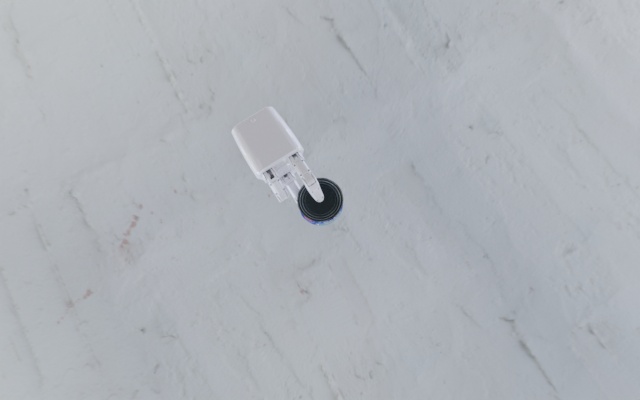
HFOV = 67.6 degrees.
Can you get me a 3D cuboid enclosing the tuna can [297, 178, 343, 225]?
[{"bbox_3d":[0.000,0.003,0.895,0.086,0.086,0.034,0,-18,3],"label":"tuna can"}]
